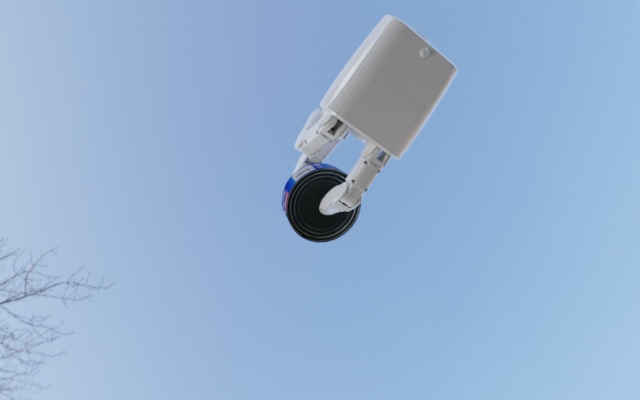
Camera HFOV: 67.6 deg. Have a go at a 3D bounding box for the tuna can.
[{"bbox_3d":[0.000,0.002,0.538,0.086,0.086,0.033,0,17,-16],"label":"tuna can"}]
